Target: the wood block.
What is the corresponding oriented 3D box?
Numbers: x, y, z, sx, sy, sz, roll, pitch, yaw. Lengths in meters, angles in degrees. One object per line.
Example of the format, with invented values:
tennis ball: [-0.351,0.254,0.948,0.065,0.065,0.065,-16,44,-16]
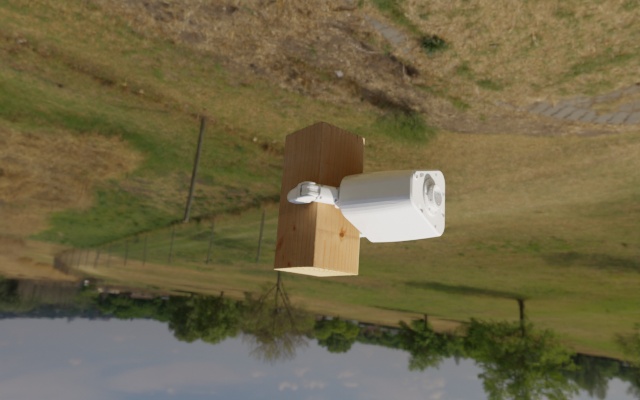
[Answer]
wood block: [0.000,0.002,0.704,0.091,0.206,0.090,16,-18,-38]
